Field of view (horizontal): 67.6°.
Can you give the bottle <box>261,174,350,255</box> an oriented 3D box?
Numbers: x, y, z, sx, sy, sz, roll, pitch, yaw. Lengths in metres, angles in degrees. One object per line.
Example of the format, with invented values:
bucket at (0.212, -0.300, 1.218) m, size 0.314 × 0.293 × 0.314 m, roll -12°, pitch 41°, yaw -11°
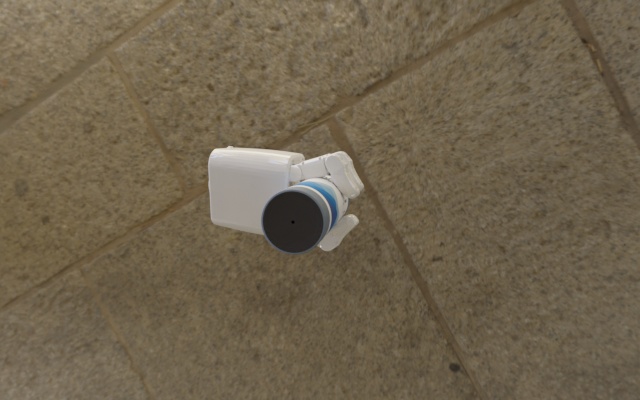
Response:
bottle at (0.000, 0.002, 0.614) m, size 0.069 × 0.069 × 0.295 m, roll 0°, pitch 8°, yaw 11°
